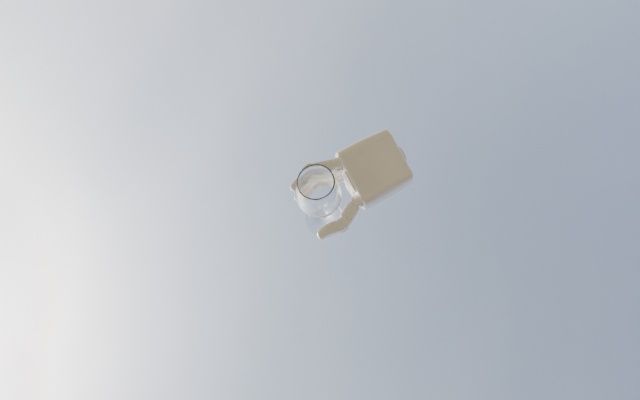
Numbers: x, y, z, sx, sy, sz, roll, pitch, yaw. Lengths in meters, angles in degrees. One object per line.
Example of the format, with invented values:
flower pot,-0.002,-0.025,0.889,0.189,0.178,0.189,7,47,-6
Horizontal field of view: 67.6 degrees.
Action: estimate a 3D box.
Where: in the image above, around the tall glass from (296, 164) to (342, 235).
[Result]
tall glass,0.000,0.003,0.853,0.079,0.079,0.201,0,-19,5
